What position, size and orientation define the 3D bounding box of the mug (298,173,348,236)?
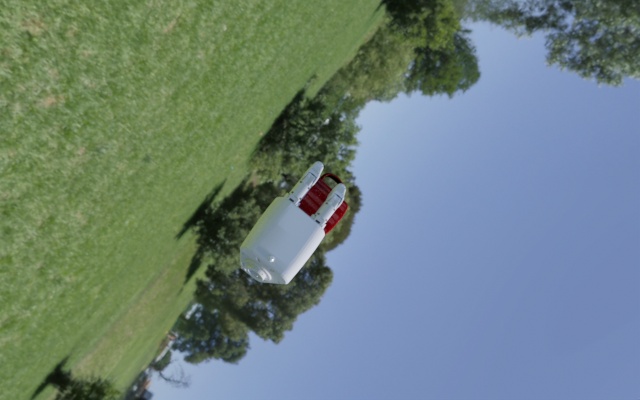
[{"bbox_3d":[0.001,0.002,0.847,0.081,0.117,0.093,42,-27,-8],"label":"mug"}]
